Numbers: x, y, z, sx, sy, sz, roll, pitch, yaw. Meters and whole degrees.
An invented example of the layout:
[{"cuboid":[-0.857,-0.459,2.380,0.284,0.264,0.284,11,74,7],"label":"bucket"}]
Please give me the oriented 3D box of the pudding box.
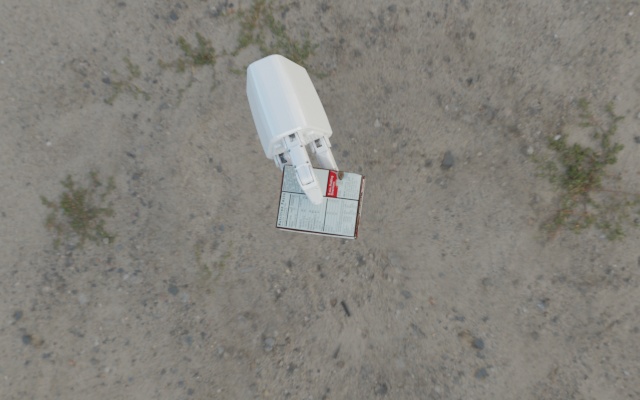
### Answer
[{"cuboid":[0.000,0.002,0.651,0.113,0.090,0.039,7,-4,8],"label":"pudding box"}]
